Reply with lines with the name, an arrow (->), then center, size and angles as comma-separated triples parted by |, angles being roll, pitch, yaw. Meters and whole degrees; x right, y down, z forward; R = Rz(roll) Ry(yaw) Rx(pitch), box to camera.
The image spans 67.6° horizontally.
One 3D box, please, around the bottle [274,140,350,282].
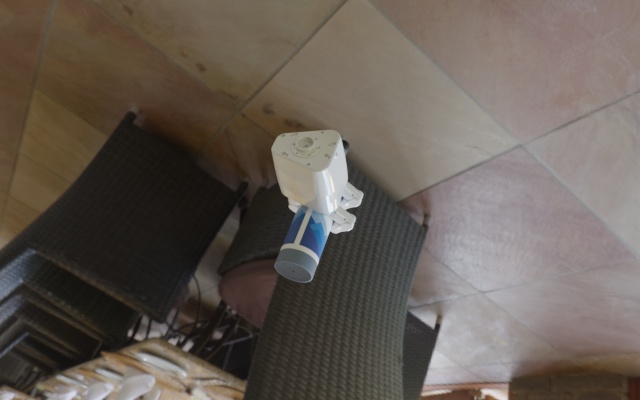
bottle -> 0.000, 0.003, 0.859 | 0.069, 0.295, 0.069 | 14, -34, 10
